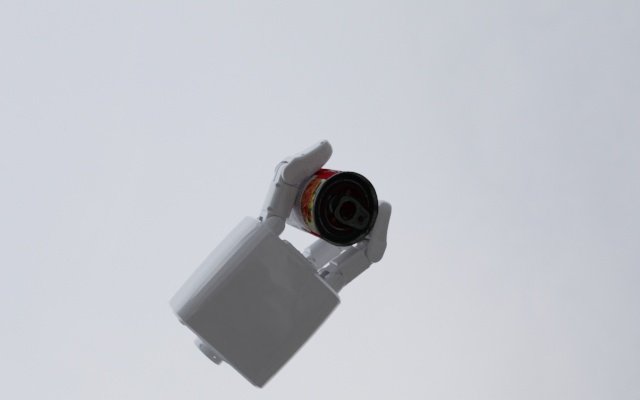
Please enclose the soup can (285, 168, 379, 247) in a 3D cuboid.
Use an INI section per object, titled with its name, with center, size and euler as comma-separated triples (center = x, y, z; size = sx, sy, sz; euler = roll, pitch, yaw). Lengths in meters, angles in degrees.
[soup can]
center = 0.000, 0.001, 0.466
size = 0.068, 0.068, 0.102
euler = 0, 7, -28
